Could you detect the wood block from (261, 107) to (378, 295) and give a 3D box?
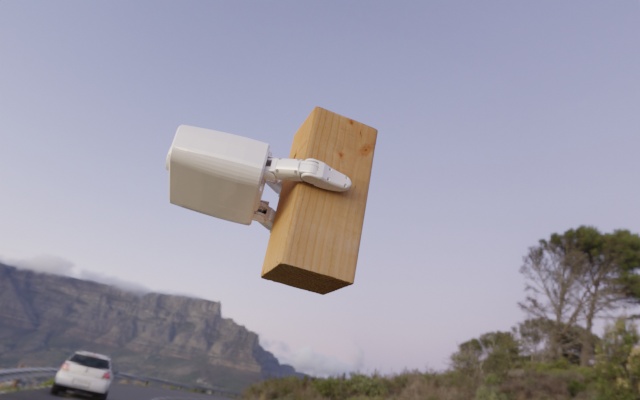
[{"bbox_3d":[0.000,0.002,0.598,0.090,0.206,0.091,19,-24,-16],"label":"wood block"}]
